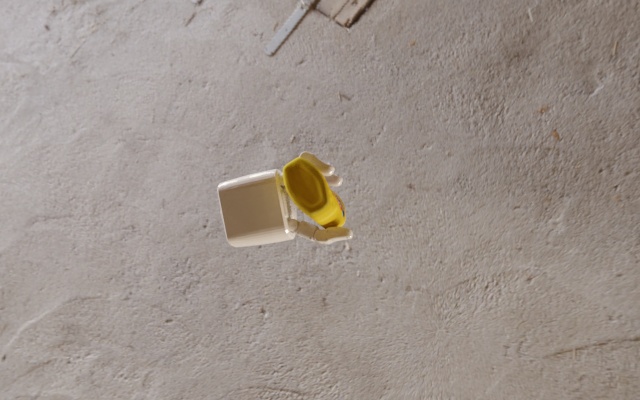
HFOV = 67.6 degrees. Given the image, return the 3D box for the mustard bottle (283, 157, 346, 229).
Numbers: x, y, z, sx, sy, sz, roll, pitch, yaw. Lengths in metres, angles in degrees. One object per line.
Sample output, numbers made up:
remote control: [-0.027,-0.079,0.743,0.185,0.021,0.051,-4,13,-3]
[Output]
mustard bottle: [0.000,0.002,0.775,0.058,0.096,0.192,-35,-20,3]
